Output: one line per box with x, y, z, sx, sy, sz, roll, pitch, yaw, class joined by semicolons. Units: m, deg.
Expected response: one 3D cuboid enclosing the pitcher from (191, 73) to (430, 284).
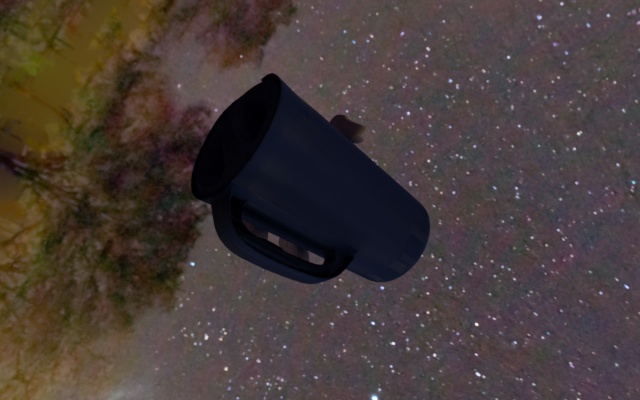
0.000;0.001;0.488;0.243;0.149;0.145;33;2;-31;pitcher
